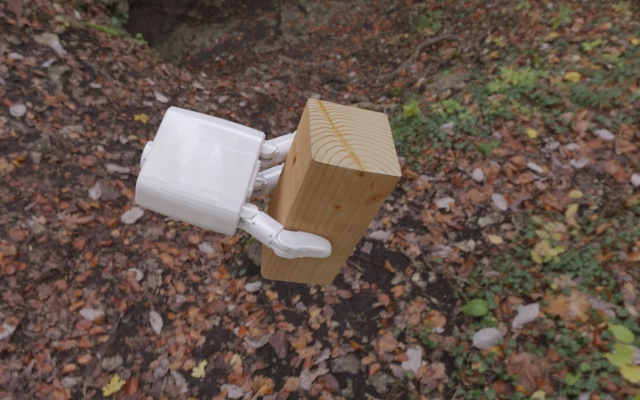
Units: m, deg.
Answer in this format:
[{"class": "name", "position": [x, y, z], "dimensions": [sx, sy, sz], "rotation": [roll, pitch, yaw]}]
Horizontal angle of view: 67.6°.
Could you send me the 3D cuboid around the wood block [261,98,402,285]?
[{"class": "wood block", "position": [0.000, 0.002, 0.533], "dimensions": [0.090, 0.090, 0.206], "rotation": [9, -41, -16]}]
